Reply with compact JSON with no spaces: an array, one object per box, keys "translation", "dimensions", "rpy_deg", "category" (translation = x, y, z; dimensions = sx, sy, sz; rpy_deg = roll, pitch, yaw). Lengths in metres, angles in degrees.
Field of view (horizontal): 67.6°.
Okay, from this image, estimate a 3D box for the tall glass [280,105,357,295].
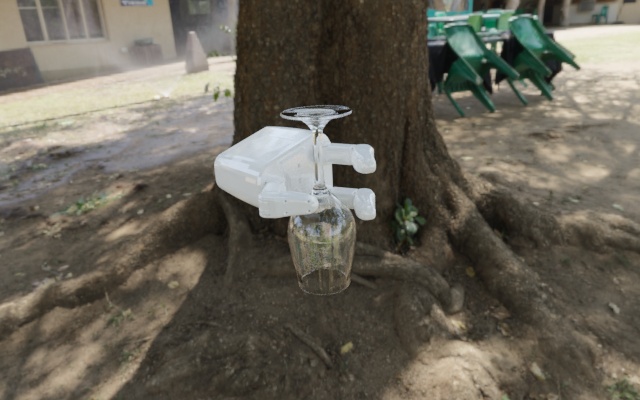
[{"translation":[0.000,0.001,0.525],"dimensions":[0.079,0.201,0.079],"rpy_deg":[-3,20,1],"category":"tall glass"}]
